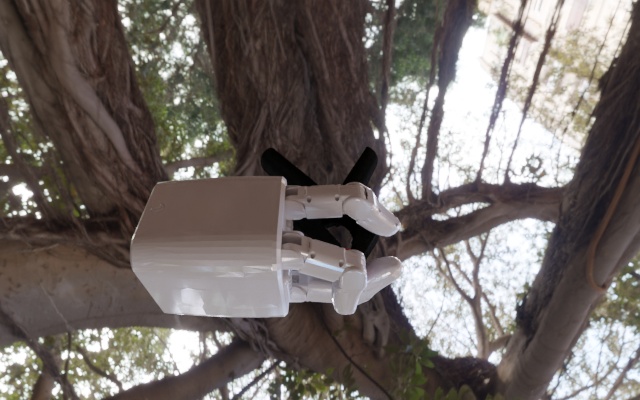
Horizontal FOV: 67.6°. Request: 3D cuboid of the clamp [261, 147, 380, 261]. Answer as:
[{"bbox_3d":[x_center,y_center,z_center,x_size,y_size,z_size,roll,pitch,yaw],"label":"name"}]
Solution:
[{"bbox_3d":[0.000,0.002,0.443,0.120,0.039,0.171,0,39,0],"label":"clamp"}]
